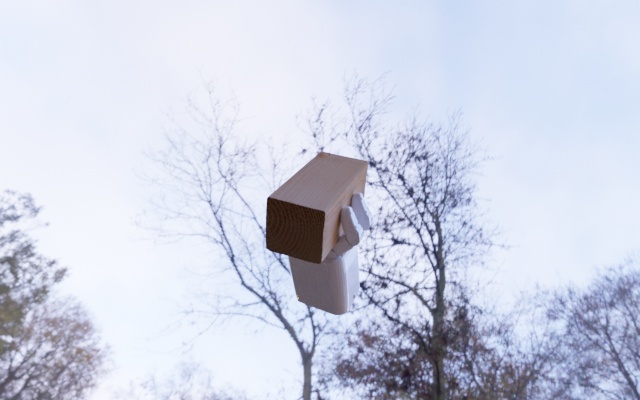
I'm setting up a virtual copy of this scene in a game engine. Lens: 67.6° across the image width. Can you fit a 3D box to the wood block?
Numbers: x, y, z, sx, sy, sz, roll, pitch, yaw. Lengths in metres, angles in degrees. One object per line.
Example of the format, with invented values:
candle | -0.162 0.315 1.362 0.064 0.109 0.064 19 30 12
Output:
wood block | 0.000 0.003 0.756 0.091 0.090 0.206 13 28 17
